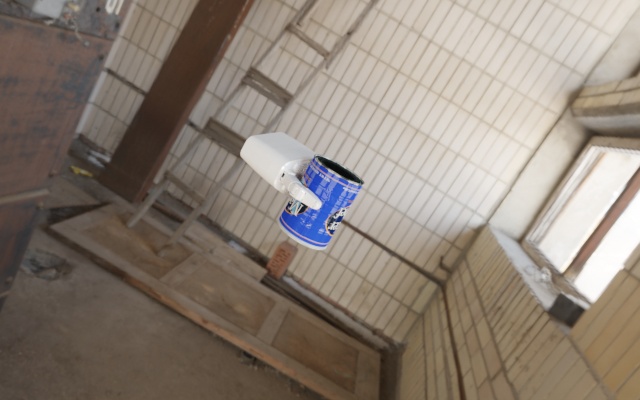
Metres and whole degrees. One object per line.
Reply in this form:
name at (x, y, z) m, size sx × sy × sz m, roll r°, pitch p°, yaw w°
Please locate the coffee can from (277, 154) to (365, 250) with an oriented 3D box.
coffee can at (0.000, 0.003, 0.856) m, size 0.103 × 0.140 × 0.102 m, roll 28°, pitch 15°, yaw -8°
